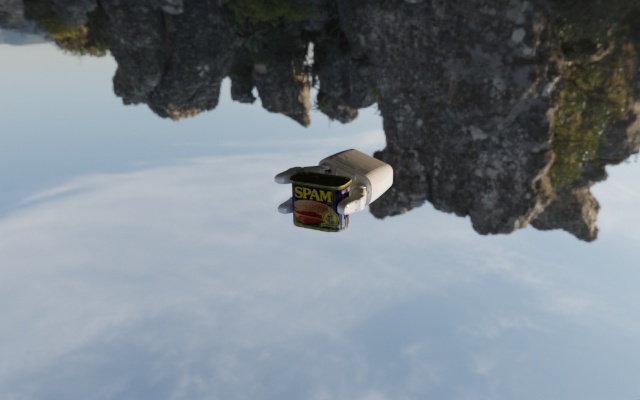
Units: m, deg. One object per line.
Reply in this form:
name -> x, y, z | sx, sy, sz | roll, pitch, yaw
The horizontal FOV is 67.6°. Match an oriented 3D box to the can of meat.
can of meat -> 0.000, 0.003, 0.807 | 0.102, 0.084, 0.057 | 9, 23, 25
